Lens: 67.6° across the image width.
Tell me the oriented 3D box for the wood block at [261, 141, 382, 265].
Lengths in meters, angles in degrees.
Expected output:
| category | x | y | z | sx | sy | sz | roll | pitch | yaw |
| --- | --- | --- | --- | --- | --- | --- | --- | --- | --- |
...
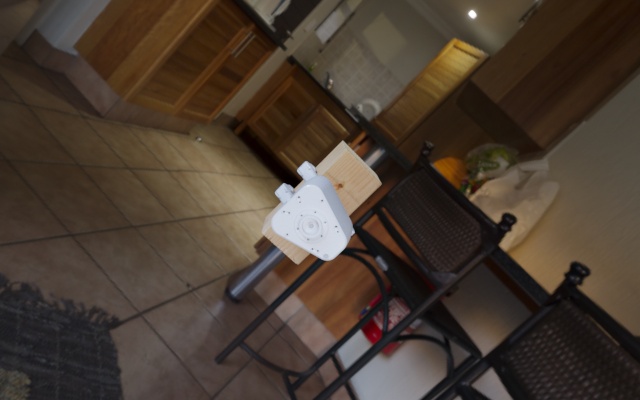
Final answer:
| category | x | y | z | sx | sy | sz | roll | pitch | yaw |
| --- | --- | --- | --- | --- | --- | --- | --- | --- | --- |
| wood block | 0.000 | 0.003 | 0.854 | 0.091 | 0.206 | 0.090 | 44 | 11 | -12 |
